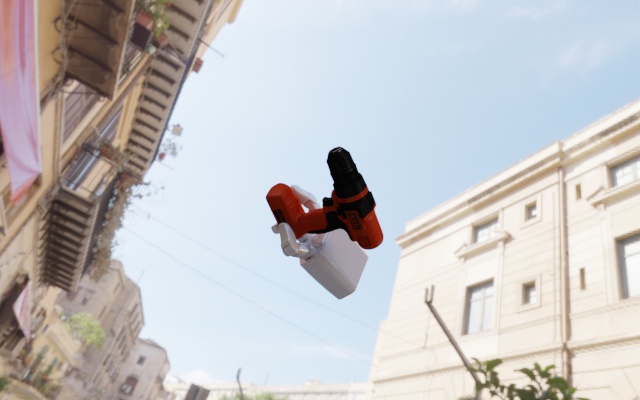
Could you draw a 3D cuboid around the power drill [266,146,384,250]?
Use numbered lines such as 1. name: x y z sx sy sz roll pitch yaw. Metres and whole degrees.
1. power drill: 0.000 0.003 0.797 0.187 0.184 0.057 -3 30 37
